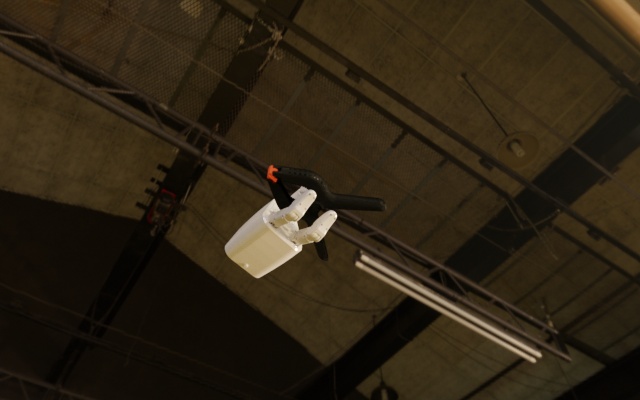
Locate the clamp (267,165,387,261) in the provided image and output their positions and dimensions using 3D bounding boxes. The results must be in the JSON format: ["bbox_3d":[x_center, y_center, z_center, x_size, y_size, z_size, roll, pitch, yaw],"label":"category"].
[{"bbox_3d":[0.000,0.002,0.828,0.164,0.210,0.036,-38,27,19],"label":"clamp"}]
